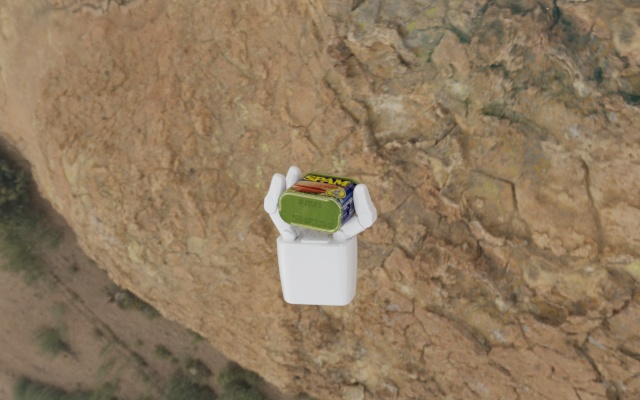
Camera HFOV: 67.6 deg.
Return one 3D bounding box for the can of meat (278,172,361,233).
[{"bbox_3d":[0.000,0.002,0.685,0.102,0.057,0.084,10,24,22],"label":"can of meat"}]
